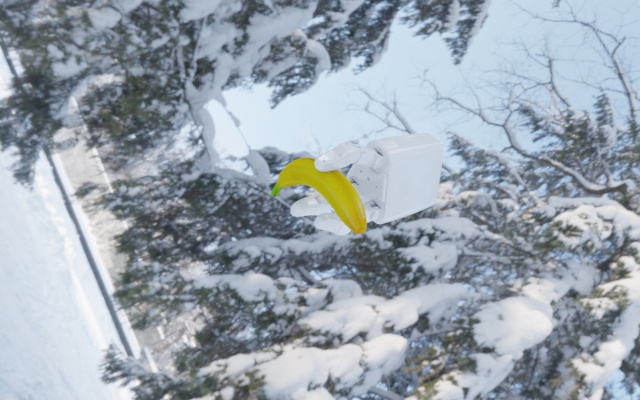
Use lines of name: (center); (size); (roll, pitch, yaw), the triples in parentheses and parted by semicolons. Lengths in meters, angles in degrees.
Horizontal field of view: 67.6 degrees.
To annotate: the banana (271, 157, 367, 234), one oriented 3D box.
banana: (0.000, -0.017, 0.622); (0.037, 0.070, 0.197); (-5, 17, -35)
